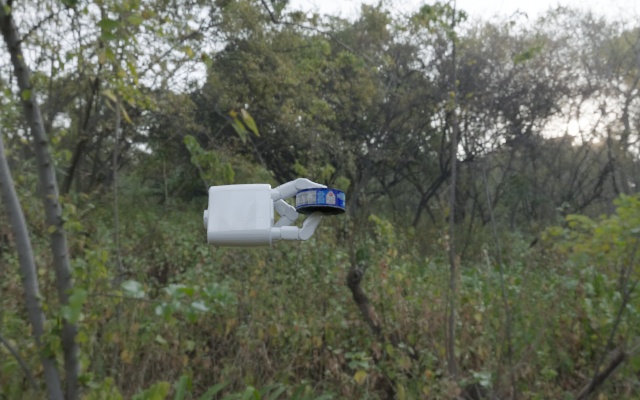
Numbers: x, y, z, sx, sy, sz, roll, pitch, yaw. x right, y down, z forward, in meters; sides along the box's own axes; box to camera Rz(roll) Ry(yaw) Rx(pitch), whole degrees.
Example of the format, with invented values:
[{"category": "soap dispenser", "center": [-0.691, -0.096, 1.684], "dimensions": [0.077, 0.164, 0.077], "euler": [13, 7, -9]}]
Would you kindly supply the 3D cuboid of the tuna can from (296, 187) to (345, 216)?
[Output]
[{"category": "tuna can", "center": [0.000, 0.002, 0.826], "dimensions": [0.086, 0.033, 0.086], "euler": [1, -12, 0]}]
